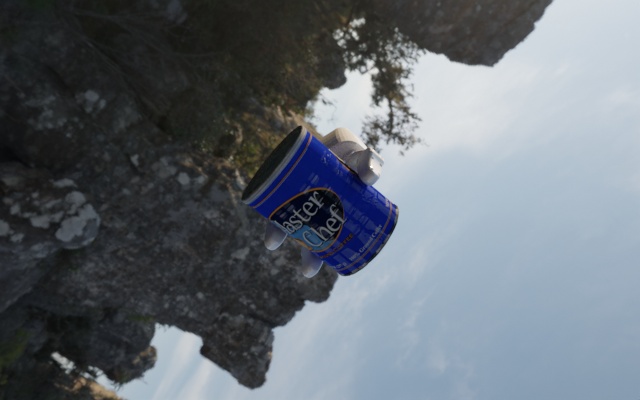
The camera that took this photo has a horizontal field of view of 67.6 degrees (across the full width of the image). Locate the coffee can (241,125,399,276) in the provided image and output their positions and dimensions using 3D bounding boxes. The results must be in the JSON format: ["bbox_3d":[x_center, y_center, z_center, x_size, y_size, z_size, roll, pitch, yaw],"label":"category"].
[{"bbox_3d":[0.000,0.002,0.524,0.140,0.103,0.103,39,-12,-15],"label":"coffee can"}]
